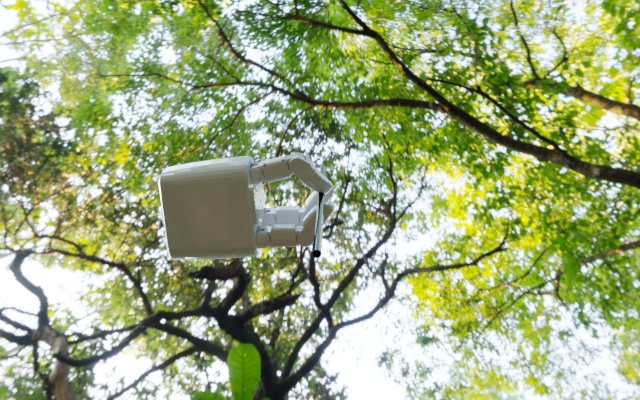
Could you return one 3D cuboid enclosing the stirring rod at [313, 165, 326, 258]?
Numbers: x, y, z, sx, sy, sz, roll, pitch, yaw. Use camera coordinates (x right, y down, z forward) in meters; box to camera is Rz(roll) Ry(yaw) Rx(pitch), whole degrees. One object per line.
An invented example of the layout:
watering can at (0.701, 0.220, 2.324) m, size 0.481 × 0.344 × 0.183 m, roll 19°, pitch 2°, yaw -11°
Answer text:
stirring rod at (0.000, 0.002, 0.541) m, size 0.011 × 0.011 × 0.239 m, roll 0°, pitch 23°, yaw 2°
